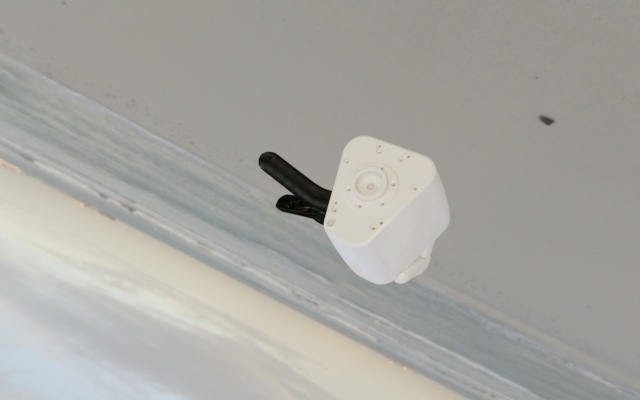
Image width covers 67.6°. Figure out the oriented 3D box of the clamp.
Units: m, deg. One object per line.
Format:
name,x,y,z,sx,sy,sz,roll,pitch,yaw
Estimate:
clamp,0.000,0.002,0.563,0.171,0.039,0.120,20,-19,27
